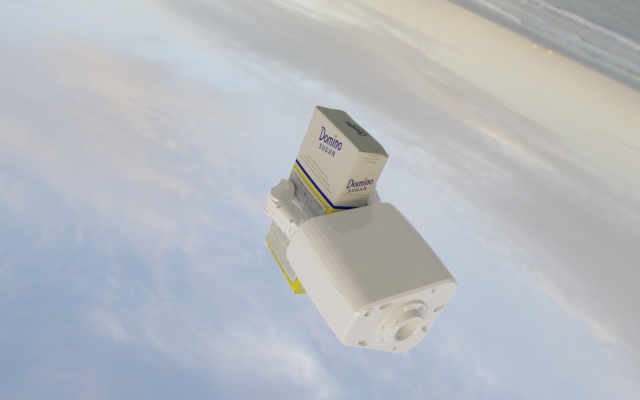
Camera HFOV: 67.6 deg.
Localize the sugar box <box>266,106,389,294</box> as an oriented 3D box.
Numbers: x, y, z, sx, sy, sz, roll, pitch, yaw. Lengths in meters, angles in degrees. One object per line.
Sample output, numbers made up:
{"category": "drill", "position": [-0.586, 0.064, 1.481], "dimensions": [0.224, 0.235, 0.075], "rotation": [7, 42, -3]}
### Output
{"category": "sugar box", "position": [0.001, 0.002, 0.501], "dimensions": [0.048, 0.176, 0.093], "rotation": [5, 33, -36]}
